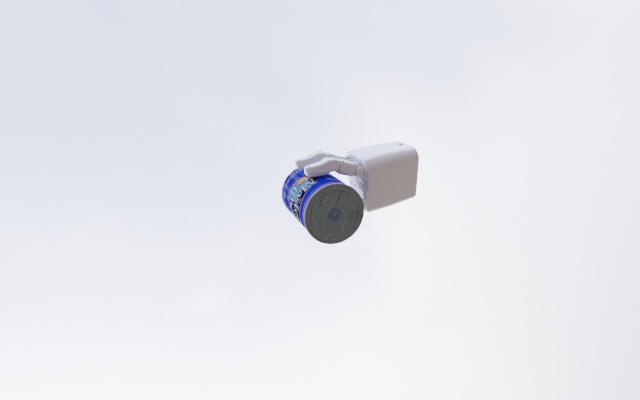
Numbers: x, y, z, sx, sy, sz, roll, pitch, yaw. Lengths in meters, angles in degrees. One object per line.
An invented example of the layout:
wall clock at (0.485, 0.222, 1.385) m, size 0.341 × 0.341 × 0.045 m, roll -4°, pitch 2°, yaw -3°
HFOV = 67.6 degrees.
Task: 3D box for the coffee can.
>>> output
coffee can at (0.000, 0.003, 0.825) m, size 0.103 × 0.103 × 0.140 m, roll 0°, pitch 17°, yaw -21°
